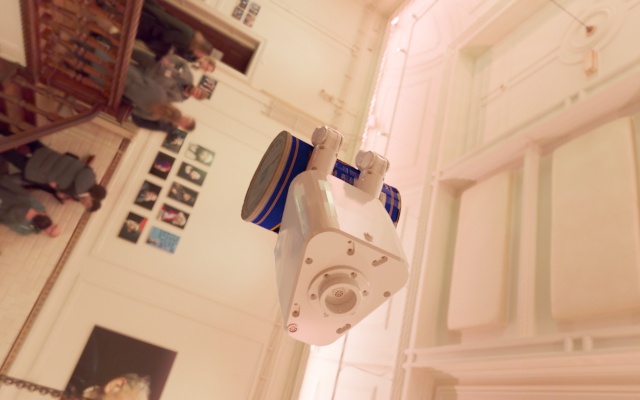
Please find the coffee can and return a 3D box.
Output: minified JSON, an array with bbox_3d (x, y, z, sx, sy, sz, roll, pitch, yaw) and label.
[{"bbox_3d":[0.000,0.002,0.514,0.140,0.103,0.103,25,-8,-18],"label":"coffee can"}]
